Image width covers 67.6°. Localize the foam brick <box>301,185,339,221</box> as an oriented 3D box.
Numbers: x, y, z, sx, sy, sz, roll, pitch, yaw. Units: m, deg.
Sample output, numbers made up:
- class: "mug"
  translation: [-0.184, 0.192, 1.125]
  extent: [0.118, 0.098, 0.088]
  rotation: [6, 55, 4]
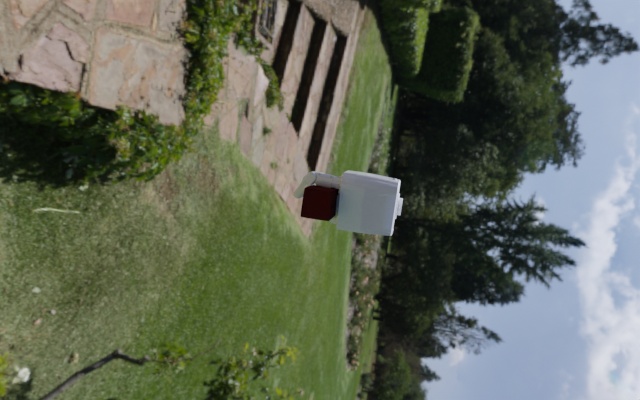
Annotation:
- class: "foam brick"
  translation: [0.000, 0.003, 0.858]
  extent: [0.051, 0.053, 0.078]
  rotation: [9, 9, 10]
